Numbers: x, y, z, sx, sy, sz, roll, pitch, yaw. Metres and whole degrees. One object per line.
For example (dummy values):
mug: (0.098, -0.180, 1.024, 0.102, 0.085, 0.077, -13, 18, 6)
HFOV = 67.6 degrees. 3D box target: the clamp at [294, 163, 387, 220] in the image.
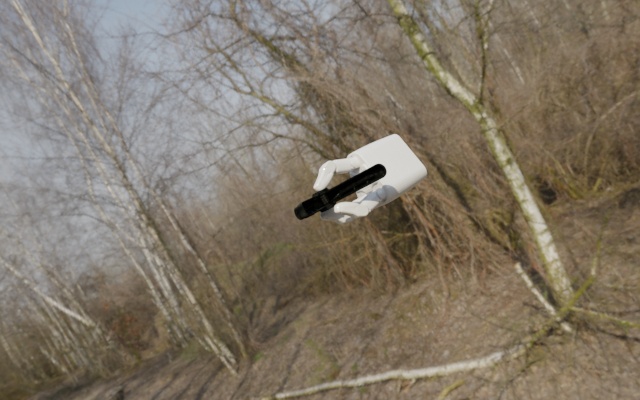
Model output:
clamp: (0.000, 0.002, 0.814, 0.164, 0.036, 0.210, -26, -1, -28)
